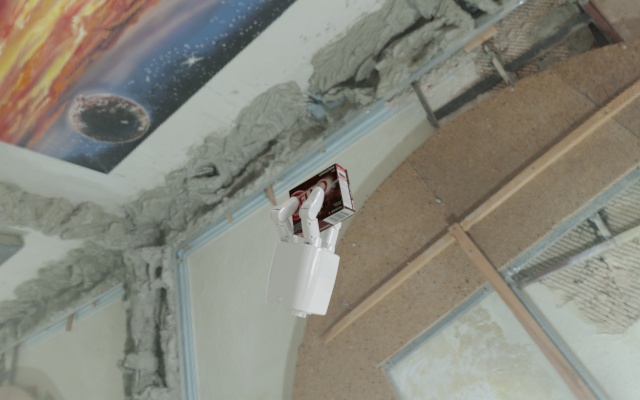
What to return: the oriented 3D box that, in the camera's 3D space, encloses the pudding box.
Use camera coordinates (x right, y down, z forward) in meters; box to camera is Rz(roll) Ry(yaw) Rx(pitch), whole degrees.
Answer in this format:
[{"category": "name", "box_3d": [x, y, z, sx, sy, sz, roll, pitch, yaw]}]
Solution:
[{"category": "pudding box", "box_3d": [0.000, 0.003, 0.813, 0.113, 0.090, 0.039, -28, -34, 28]}]
